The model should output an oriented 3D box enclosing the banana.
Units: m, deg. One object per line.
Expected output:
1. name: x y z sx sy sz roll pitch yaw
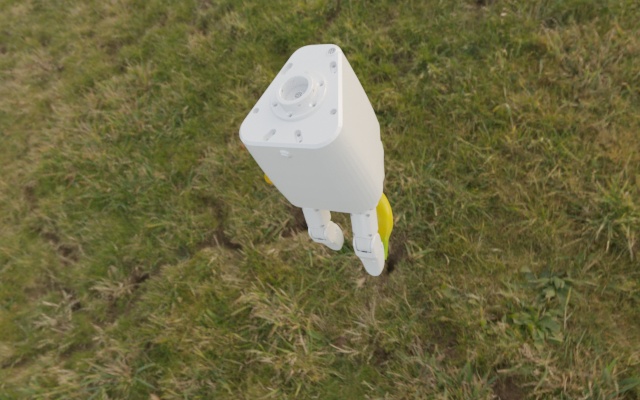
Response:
1. banana: 0.014 -0.011 0.551 0.197 0.069 0.037 34 -9 34
